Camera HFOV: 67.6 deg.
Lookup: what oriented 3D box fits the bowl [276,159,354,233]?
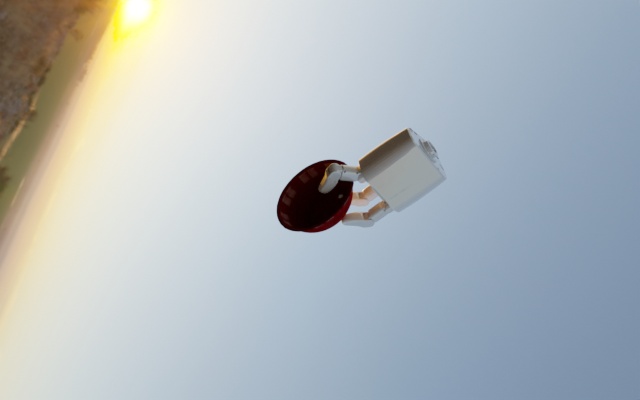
[{"bbox_3d":[-0.001,0.003,0.877,0.162,0.162,0.055,0,-36,37],"label":"bowl"}]
